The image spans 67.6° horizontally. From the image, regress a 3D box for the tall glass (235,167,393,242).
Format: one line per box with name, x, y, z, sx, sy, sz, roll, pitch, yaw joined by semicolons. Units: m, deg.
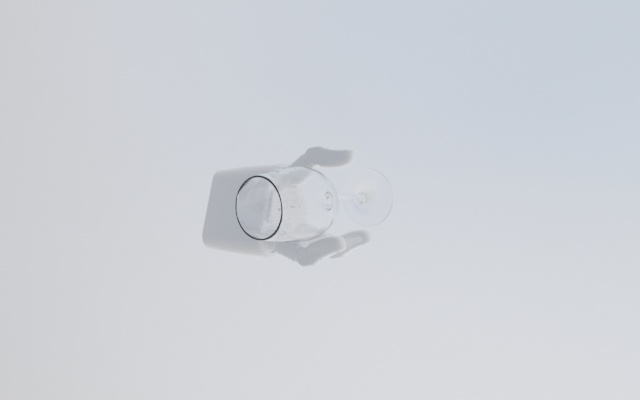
tall glass;0.001;0.002;0.527;0.079;0.079;0.201;0;3;36
